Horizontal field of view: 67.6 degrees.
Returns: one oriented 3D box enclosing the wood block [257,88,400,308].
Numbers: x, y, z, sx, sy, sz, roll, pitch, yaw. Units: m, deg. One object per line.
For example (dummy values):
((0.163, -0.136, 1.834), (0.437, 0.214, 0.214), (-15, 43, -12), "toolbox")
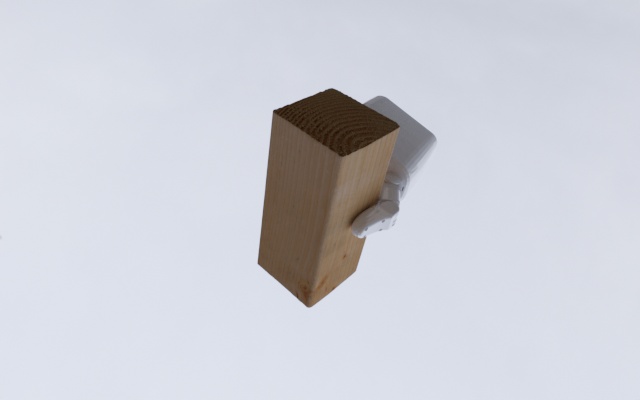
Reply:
((0.001, 0.002, 0.507), (0.090, 0.206, 0.090), (35, 45, 26), "wood block")
